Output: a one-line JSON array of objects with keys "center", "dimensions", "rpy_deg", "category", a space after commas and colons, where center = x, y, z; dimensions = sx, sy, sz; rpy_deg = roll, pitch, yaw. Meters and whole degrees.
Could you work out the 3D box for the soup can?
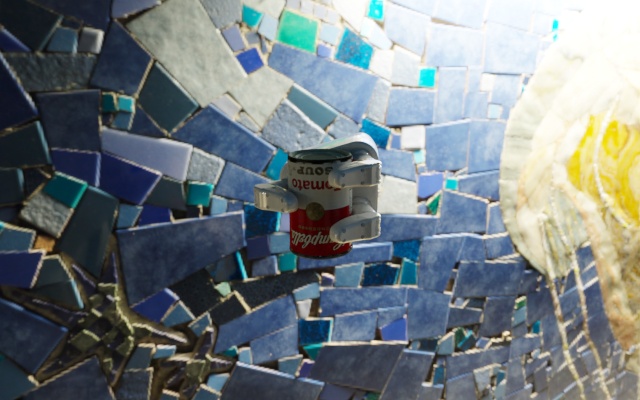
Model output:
[{"center": [0.000, 0.001, 0.496], "dimensions": [0.068, 0.102, 0.068], "rpy_deg": [-1, 16, 0], "category": "soup can"}]
